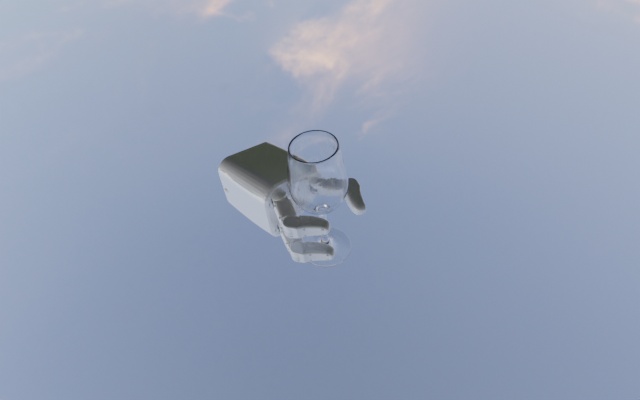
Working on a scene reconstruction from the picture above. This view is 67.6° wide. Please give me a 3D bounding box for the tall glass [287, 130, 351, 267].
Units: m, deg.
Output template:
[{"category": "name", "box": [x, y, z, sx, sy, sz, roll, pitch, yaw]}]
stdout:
[{"category": "tall glass", "box": [0.000, 0.003, 0.643, 0.079, 0.079, 0.201, 0, -42, 7]}]
